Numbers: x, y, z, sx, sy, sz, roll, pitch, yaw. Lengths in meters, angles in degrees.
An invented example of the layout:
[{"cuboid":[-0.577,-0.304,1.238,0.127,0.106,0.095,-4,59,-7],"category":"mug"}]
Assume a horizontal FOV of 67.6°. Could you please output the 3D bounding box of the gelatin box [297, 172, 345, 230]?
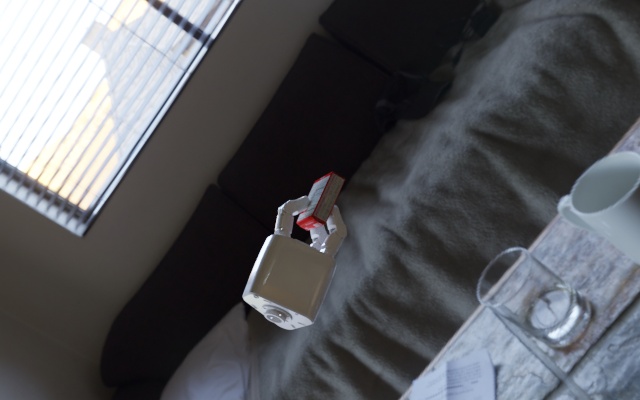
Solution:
[{"cuboid":[0.000,0.002,0.798,0.030,0.089,0.073,29,-21,-15],"category":"gelatin box"}]
